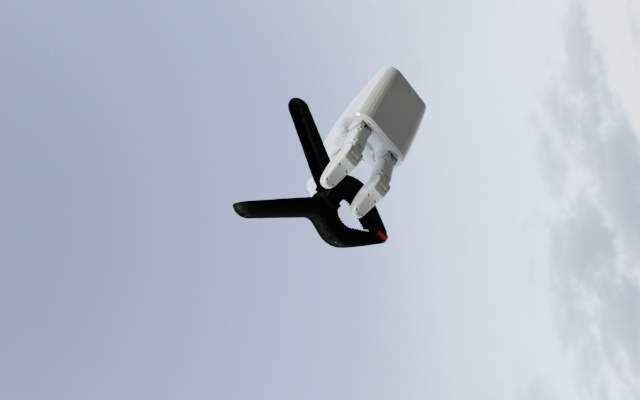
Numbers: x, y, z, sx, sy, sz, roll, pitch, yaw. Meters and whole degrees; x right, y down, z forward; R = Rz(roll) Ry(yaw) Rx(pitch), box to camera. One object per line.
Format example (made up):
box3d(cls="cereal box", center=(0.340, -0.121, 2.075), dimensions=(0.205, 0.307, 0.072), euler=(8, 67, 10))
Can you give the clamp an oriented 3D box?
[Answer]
box3d(cls="clamp", center=(0.000, 0.002, 0.578), dimensions=(0.210, 0.164, 0.036), euler=(45, -30, -23))
